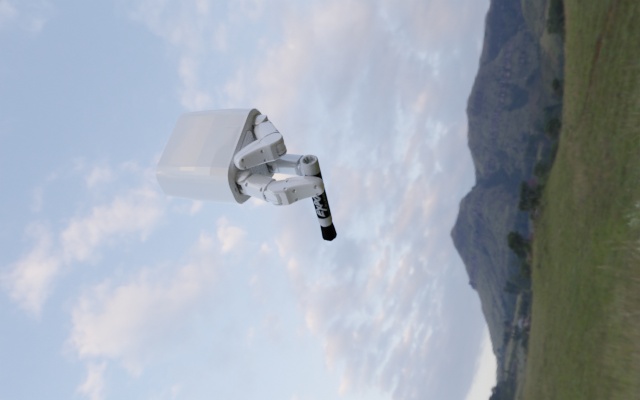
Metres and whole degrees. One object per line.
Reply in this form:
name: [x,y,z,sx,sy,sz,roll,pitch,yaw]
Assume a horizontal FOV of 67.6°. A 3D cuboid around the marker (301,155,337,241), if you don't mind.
marker: [0.000,0.002,0.546,0.020,0.121,0.020,-9,40,8]
